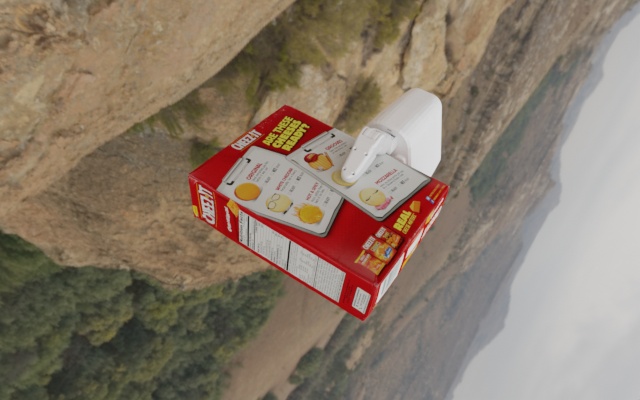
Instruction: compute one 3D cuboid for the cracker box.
[{"bbox_3d":[0.000,0.002,0.498,0.213,0.072,0.164,29,48,18],"label":"cracker box"}]
